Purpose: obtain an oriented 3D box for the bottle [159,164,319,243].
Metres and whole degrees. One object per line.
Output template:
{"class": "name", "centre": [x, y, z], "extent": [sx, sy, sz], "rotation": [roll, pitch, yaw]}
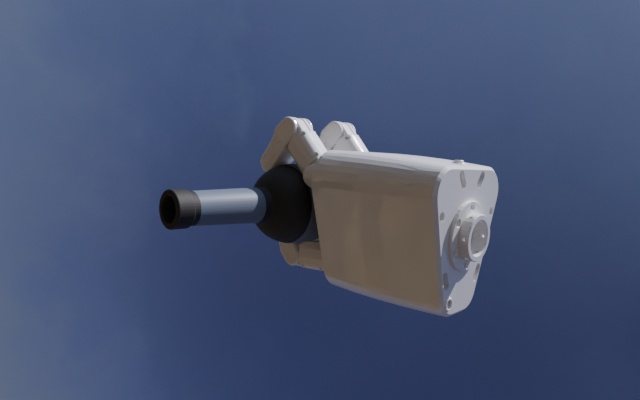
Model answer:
{"class": "bottle", "centre": [0.000, 0.001, 0.425], "extent": [0.069, 0.069, 0.296], "rotation": [0, 2, 44]}
